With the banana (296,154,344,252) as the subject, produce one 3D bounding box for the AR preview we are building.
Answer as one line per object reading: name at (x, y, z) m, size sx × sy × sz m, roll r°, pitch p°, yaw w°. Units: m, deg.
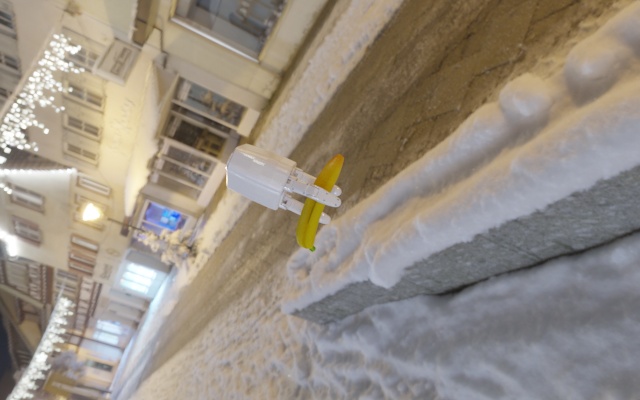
banana at (-0.007, 0.010, 0.866) m, size 0.037 × 0.198 × 0.069 m, roll 23°, pitch 18°, yaw 13°
